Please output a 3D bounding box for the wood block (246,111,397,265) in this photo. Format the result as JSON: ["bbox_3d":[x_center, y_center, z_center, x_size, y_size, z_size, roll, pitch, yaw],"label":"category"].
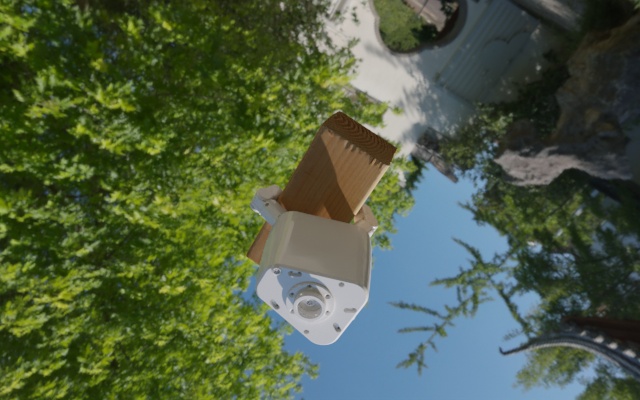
[{"bbox_3d":[0.000,0.002,0.609,0.091,0.206,0.090,34,25,2],"label":"wood block"}]
